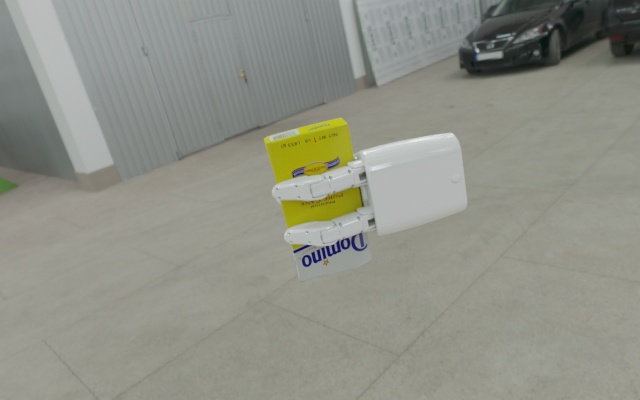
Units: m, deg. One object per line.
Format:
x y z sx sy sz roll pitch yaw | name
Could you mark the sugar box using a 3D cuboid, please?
0.000 0.002 0.556 0.093 0.176 0.048 -14 20 -4 | sugar box
